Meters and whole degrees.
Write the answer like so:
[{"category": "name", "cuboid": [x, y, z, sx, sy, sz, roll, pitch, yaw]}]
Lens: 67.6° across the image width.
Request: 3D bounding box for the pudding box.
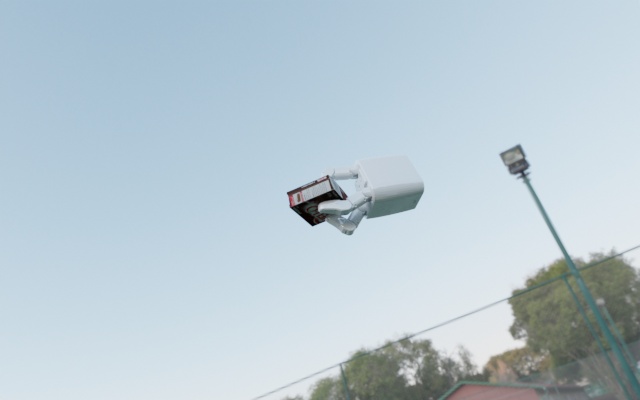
[{"category": "pudding box", "cuboid": [0.000, 0.003, 0.899, 0.090, 0.039, 0.113, -23, -30, 13]}]
